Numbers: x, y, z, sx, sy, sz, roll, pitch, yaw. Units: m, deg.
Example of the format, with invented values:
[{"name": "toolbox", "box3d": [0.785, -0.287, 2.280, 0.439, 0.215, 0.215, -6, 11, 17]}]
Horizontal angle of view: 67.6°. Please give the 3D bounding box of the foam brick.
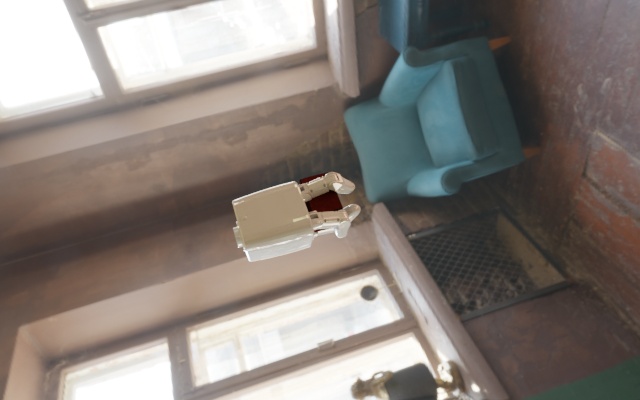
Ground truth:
[{"name": "foam brick", "box3d": [0.000, 0.002, 0.784, 0.051, 0.078, 0.053, -15, -33, -10]}]
